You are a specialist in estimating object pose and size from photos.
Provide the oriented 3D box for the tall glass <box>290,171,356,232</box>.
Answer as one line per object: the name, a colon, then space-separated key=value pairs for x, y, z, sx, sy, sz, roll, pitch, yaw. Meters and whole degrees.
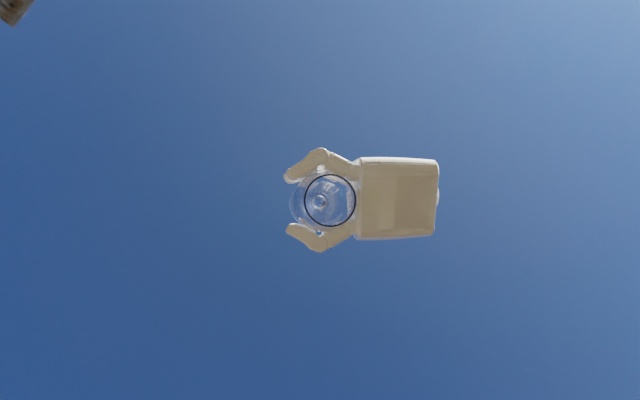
tall glass: x=0.000 y=0.002 z=0.652 sx=0.079 sy=0.079 sz=0.201 roll=0 pitch=-1 yaw=-6
